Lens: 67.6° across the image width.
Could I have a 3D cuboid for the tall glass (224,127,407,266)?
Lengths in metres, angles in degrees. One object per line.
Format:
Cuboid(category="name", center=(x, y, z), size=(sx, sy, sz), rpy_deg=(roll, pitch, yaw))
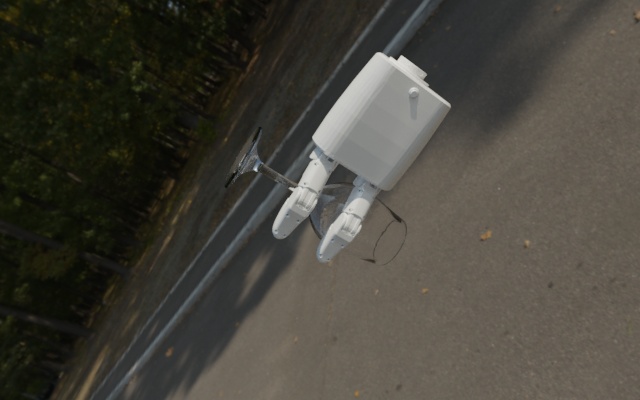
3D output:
Cuboid(category="tall glass", center=(-0.001, 0.001, 0.532), size=(0.201, 0.079, 0.079), rpy_deg=(30, -10, -18))
